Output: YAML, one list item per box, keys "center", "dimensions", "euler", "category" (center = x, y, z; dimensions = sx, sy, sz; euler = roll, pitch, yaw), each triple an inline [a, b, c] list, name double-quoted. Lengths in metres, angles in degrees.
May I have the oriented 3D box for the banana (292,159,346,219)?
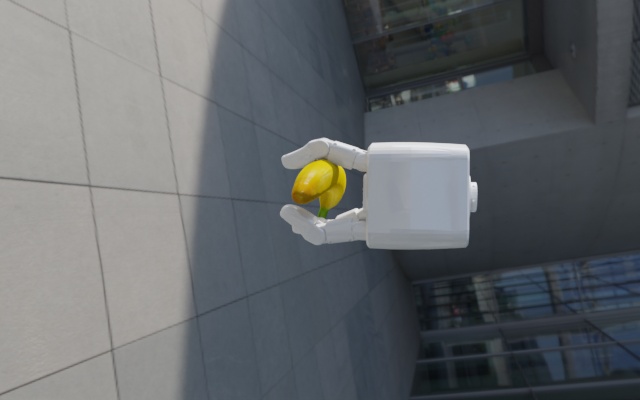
- center: [0.005, -0.016, 0.564]
  dimensions: [0.037, 0.069, 0.198]
  euler: [12, -7, 11]
  category: "banana"
